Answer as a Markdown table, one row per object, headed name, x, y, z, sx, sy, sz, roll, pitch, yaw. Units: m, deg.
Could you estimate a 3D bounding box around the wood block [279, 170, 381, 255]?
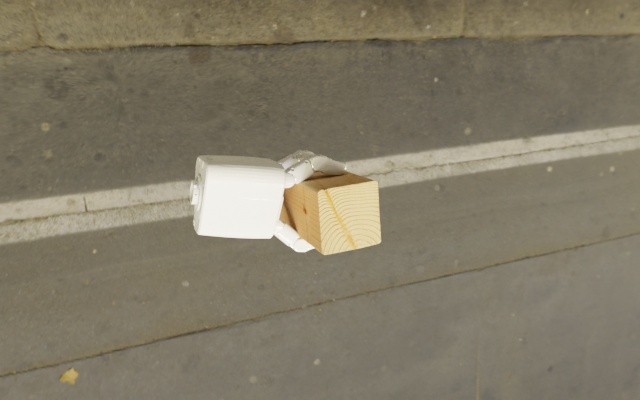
| name | x | y | z | sx | sy | sz | roll | pitch | yaw |
| --- | --- | --- | --- | --- | --- | --- | --- | --- | --- |
| wood block | 0.000 | 0.003 | 0.720 | 0.090 | 0.091 | 0.206 | -10 | 16 | -21 |
